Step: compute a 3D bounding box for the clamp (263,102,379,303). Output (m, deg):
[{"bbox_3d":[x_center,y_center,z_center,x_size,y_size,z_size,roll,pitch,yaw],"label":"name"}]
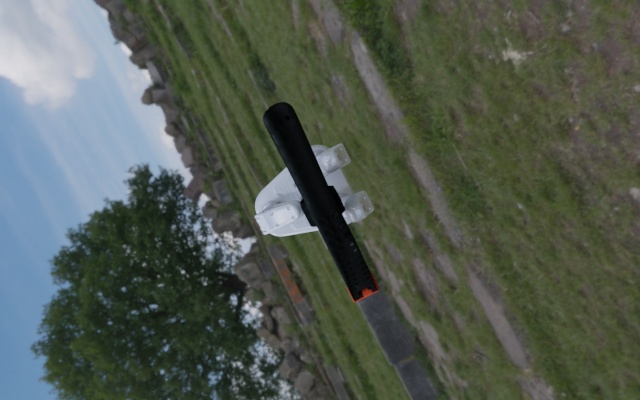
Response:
[{"bbox_3d":[0.000,0.002,0.433,0.036,0.210,0.164,-26,6,1],"label":"clamp"}]
